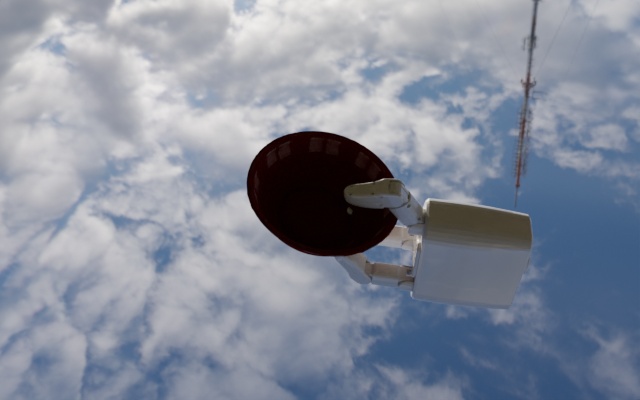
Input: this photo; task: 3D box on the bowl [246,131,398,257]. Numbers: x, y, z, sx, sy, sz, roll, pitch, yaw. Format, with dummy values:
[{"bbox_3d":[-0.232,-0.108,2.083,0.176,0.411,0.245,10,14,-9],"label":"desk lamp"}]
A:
[{"bbox_3d":[-0.001,0.001,0.511,0.162,0.162,0.055,0,-36,-14],"label":"bowl"}]
